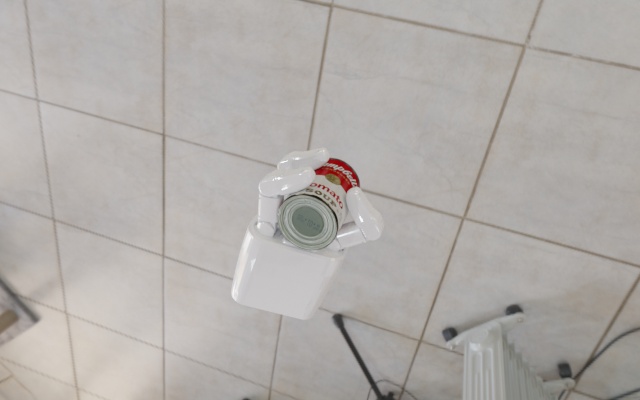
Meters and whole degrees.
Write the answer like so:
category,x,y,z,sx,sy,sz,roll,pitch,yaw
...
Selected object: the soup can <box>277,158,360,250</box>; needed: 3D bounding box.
category,x,y,z,sx,sy,sz,roll,pitch,yaw
soup can,0.000,0.002,0.531,0.068,0.068,0.102,0,26,19
